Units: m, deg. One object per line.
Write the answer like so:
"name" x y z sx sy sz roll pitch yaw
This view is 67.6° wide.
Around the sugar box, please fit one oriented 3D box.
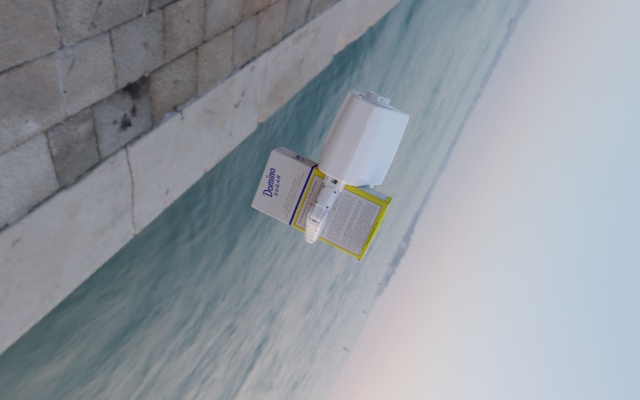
"sugar box" 0.000 0.002 0.667 0.176 0.093 0.048 27 18 11
